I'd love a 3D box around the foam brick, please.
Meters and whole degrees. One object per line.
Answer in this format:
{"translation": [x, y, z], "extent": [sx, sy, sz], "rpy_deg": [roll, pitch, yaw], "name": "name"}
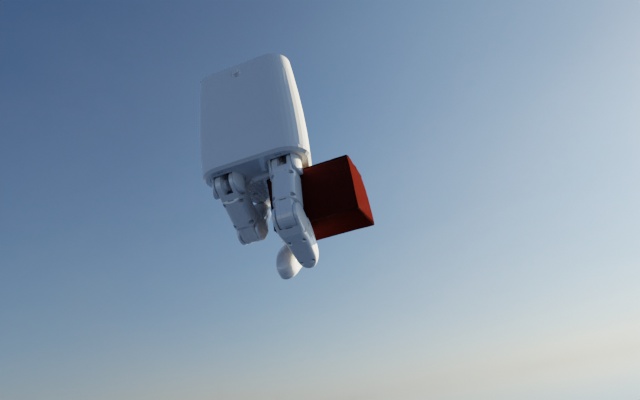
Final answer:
{"translation": [0.000, 0.001, 0.421], "extent": [0.078, 0.051, 0.053], "rpy_deg": [-16, -24, 14], "name": "foam brick"}
